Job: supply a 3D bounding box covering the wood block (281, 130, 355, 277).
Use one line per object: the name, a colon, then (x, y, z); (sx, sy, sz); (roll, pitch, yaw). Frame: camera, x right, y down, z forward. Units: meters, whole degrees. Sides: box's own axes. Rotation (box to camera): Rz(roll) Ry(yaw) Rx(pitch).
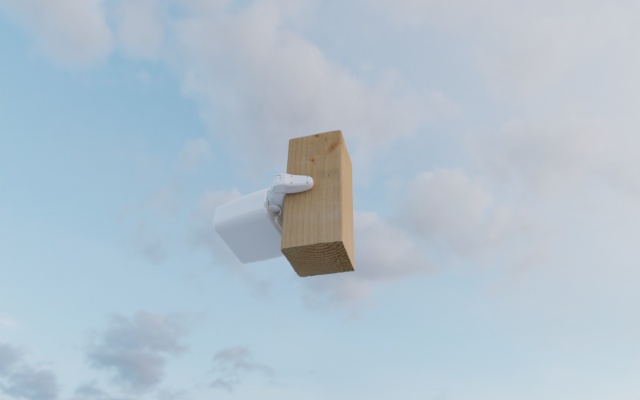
wood block: (0.000, 0.002, 0.738); (0.090, 0.206, 0.091); (-9, -37, 13)
